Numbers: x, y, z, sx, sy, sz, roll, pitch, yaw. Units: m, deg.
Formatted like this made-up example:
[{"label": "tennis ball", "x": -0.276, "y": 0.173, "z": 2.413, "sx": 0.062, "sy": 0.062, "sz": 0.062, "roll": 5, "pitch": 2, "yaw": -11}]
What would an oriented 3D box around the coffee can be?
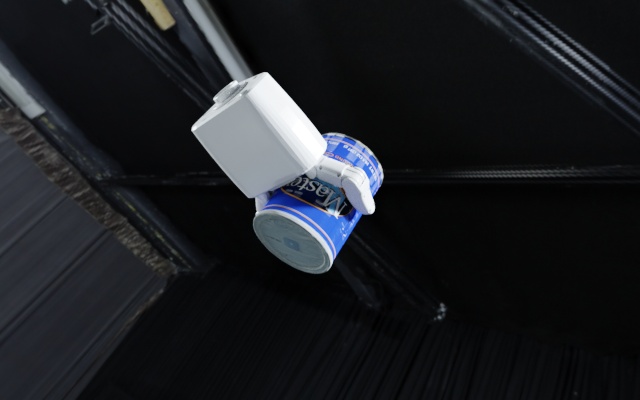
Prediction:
[{"label": "coffee can", "x": 0.000, "y": 0.002, "z": 0.577, "sx": 0.103, "sy": 0.103, "sz": 0.140, "roll": 0, "pitch": 44, "yaw": 43}]
